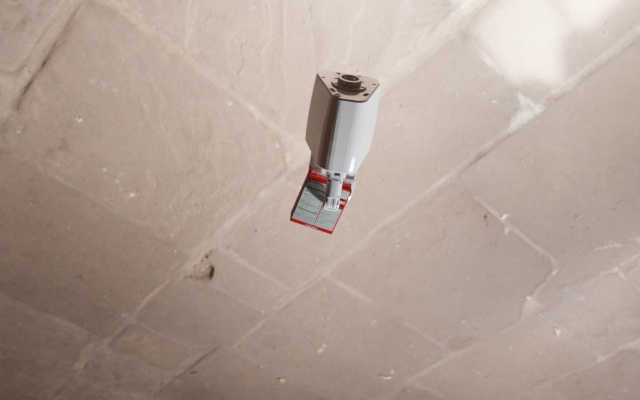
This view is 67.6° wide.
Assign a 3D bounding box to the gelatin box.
[{"bbox_3d":[0.000,0.003,0.753,0.073,0.089,0.030,18,28,-10],"label":"gelatin box"}]
